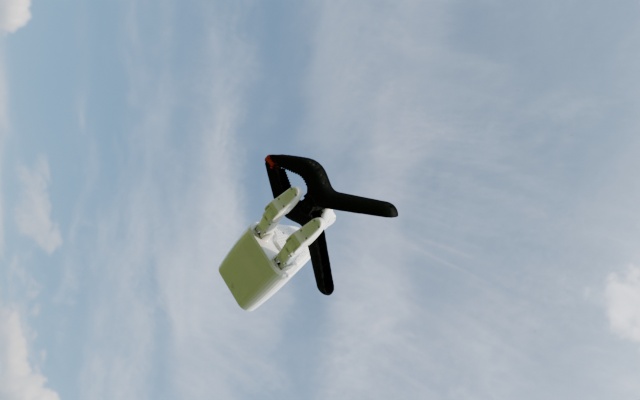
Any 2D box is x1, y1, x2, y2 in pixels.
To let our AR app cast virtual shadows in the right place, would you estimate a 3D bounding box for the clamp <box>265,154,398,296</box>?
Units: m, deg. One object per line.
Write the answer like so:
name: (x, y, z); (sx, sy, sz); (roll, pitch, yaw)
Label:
clamp: (0.000, 0.002, 0.655); (0.165, 0.210, 0.036); (-46, -22, 28)
